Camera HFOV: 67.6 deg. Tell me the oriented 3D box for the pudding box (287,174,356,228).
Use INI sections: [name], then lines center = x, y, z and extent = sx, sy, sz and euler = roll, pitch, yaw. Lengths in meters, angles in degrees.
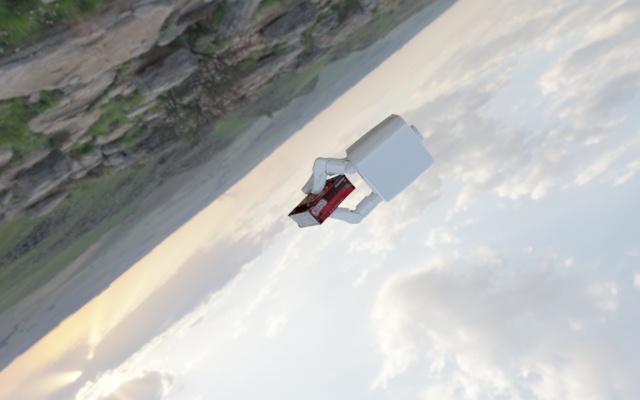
[pudding box]
center = 0.000, 0.003, 0.810
extent = 0.090, 0.039, 0.113
euler = -45, 8, -19
